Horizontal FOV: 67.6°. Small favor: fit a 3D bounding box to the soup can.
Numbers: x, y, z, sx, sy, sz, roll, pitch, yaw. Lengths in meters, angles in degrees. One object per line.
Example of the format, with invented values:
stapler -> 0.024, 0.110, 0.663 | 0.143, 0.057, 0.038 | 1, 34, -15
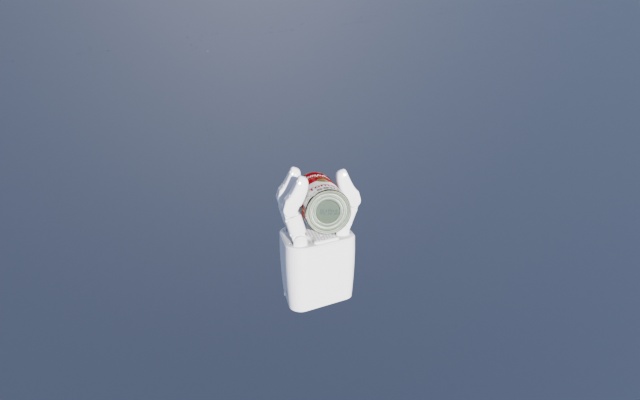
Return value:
soup can -> 0.000, 0.002, 0.706 | 0.068, 0.068, 0.102 | 0, 17, -13
